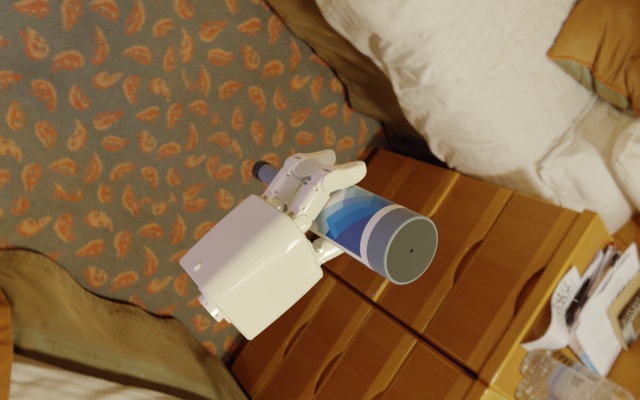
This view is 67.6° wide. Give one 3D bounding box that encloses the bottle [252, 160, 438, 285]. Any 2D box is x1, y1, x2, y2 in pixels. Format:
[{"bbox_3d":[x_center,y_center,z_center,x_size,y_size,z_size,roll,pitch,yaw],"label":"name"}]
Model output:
[{"bbox_3d":[0.000,0.002,0.542,0.069,0.069,0.295,0,17,-36],"label":"bottle"}]
